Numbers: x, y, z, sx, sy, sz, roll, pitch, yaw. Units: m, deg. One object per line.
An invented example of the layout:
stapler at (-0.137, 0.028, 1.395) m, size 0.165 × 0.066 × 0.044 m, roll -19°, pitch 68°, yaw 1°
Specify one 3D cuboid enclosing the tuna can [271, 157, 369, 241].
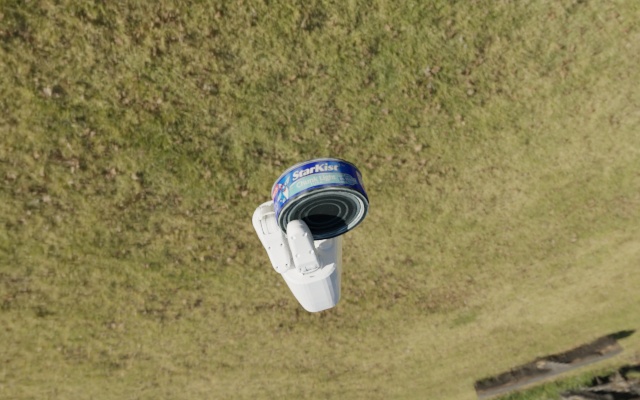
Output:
tuna can at (0.000, 0.002, 0.433) m, size 0.086 × 0.033 × 0.086 m, roll -9°, pitch -35°, yaw -6°
